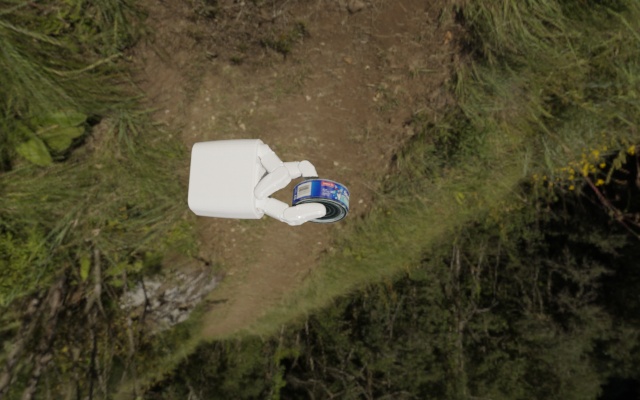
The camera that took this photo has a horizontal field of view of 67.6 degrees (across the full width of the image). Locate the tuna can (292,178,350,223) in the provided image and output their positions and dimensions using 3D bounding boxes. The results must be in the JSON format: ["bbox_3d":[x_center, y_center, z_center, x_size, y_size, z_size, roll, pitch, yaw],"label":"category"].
[{"bbox_3d":[0.000,0.003,0.715,0.086,0.033,0.086,3,-28,2],"label":"tuna can"}]
